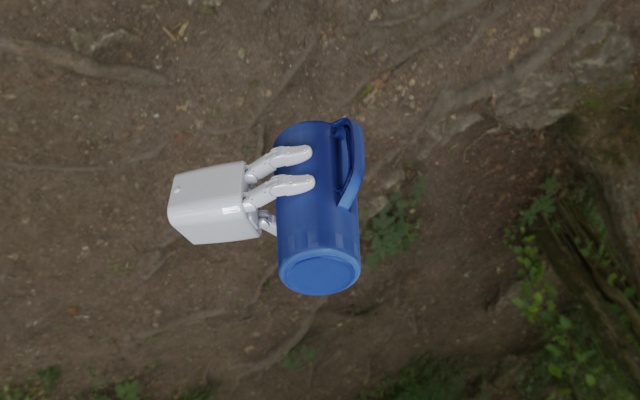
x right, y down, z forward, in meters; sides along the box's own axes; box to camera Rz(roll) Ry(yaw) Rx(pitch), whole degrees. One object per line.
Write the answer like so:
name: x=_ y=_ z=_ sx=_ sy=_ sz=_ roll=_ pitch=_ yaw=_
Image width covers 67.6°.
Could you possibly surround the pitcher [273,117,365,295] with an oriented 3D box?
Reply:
pitcher: x=0.000 y=0.002 z=0.685 sx=0.145 sy=0.242 sz=0.149 roll=-8 pitch=-42 yaw=4
